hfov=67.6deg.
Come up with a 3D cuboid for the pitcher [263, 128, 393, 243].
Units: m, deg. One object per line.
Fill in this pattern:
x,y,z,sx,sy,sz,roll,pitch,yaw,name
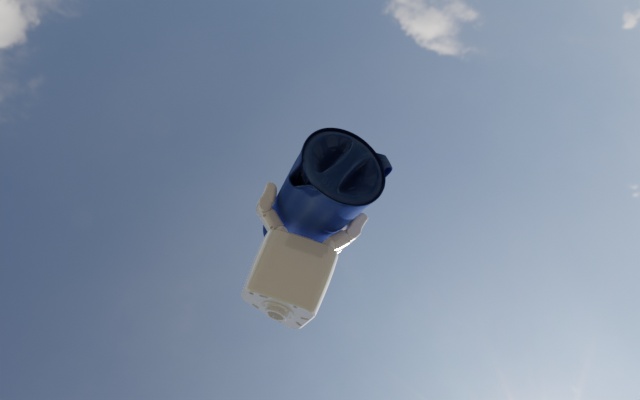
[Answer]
0.000,0.003,0.776,0.149,0.145,0.243,27,-36,-9,pitcher
